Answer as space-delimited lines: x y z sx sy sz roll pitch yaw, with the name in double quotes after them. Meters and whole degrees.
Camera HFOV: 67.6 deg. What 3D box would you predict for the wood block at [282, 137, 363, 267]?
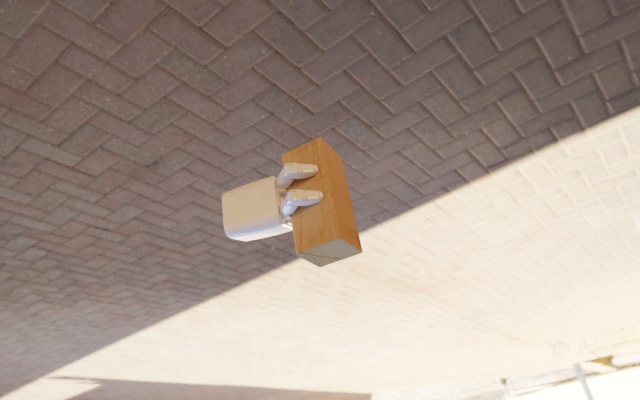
0.000 0.003 0.870 0.090 0.206 0.091 -22 -31 21 "wood block"
